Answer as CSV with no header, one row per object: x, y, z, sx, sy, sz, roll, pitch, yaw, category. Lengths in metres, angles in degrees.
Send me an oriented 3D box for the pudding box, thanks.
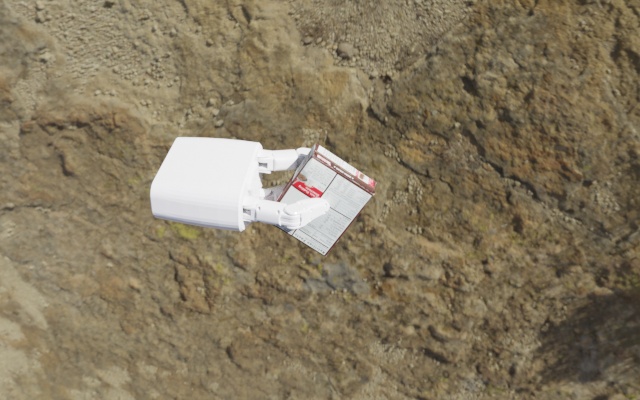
0.000,0.002,0.581,0.090,0.113,0.039,32,29,-9,pudding box
